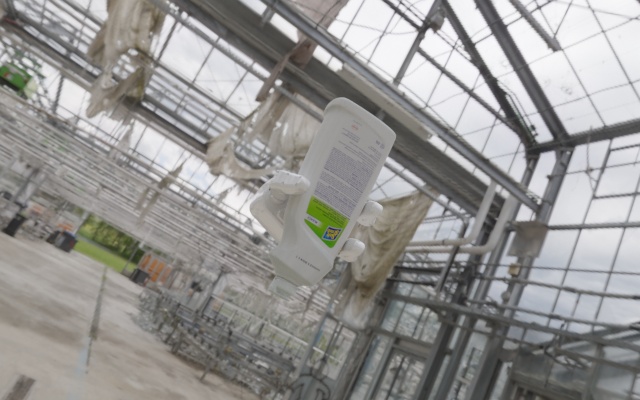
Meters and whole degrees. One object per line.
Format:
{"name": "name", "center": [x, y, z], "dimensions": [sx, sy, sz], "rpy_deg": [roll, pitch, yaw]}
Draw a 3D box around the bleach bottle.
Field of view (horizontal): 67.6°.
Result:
{"name": "bleach bottle", "center": [0.000, 0.002, 0.594], "dimensions": [0.102, 0.250, 0.068], "rpy_deg": [32, -17, -12]}
